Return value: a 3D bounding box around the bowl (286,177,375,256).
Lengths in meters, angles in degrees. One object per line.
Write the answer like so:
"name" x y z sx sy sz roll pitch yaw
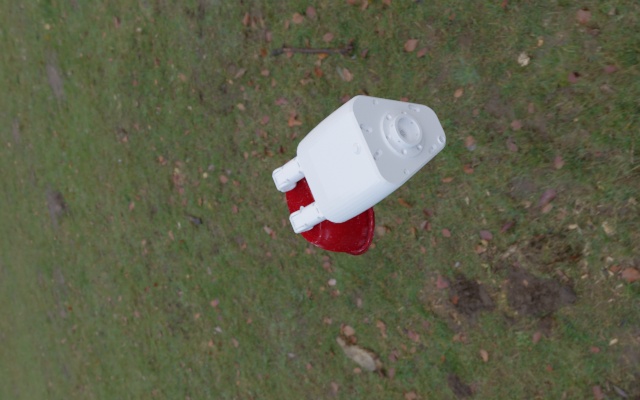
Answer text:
"bowl" -0.001 0.003 0.606 0.055 0.162 0.162 -19 8 -25
